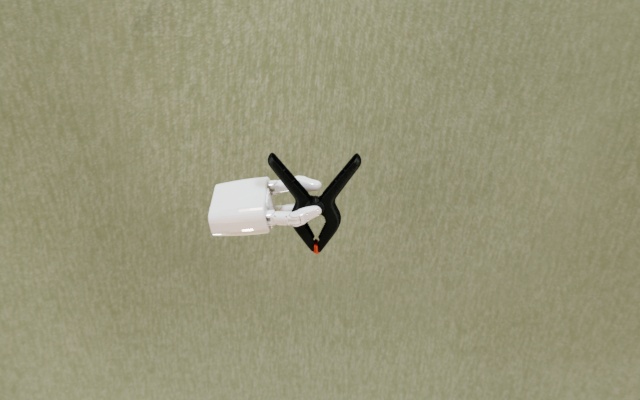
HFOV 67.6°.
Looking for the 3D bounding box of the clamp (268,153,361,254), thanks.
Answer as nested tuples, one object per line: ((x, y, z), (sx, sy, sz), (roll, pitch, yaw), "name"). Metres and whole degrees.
((0.000, 0.004, 0.879), (0.164, 0.210, 0.036), (-5, 27, 7), "clamp")
